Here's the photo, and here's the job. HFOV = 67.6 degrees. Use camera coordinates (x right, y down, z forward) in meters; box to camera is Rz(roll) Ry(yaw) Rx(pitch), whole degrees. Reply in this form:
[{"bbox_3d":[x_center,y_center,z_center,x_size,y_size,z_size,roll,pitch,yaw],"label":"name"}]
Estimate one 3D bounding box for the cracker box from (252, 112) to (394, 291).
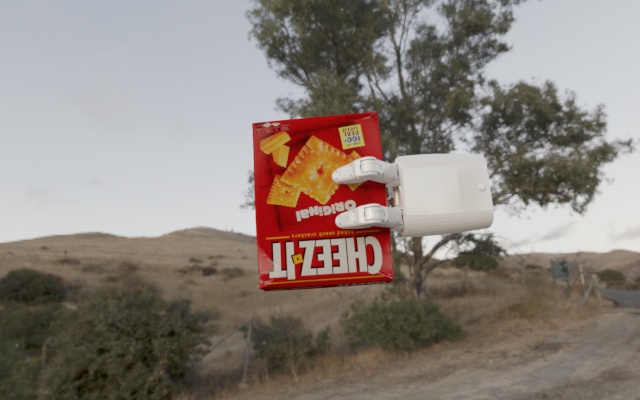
[{"bbox_3d":[0.000,0.002,0.607,0.164,0.213,0.072,-4,-12,0],"label":"cracker box"}]
